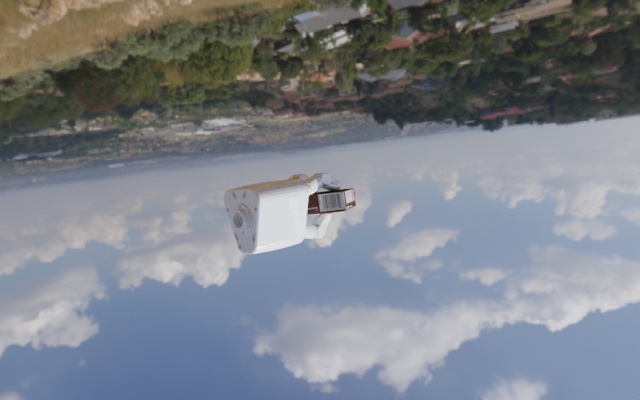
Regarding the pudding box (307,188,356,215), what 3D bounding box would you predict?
[{"bbox_3d":[0.000,0.003,0.863,0.113,0.039,0.090,-4,5,15],"label":"pudding box"}]
